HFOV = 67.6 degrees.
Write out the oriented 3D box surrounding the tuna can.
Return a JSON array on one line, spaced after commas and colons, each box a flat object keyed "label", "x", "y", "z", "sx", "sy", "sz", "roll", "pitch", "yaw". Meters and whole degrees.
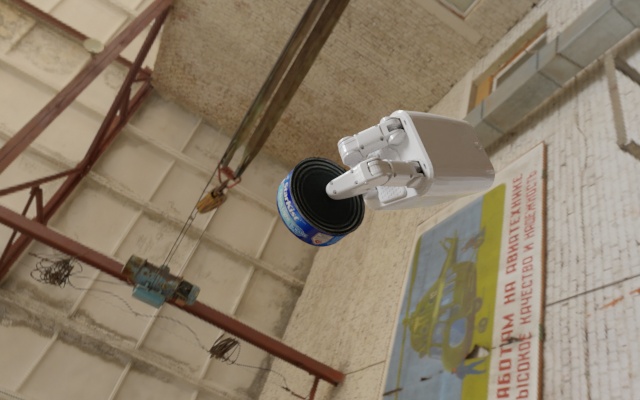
[{"label": "tuna can", "x": 0.000, "y": 0.002, "z": 0.475, "sx": 0.086, "sy": 0.086, "sz": 0.034, "roll": 0, "pitch": -27, "yaw": -36}]
